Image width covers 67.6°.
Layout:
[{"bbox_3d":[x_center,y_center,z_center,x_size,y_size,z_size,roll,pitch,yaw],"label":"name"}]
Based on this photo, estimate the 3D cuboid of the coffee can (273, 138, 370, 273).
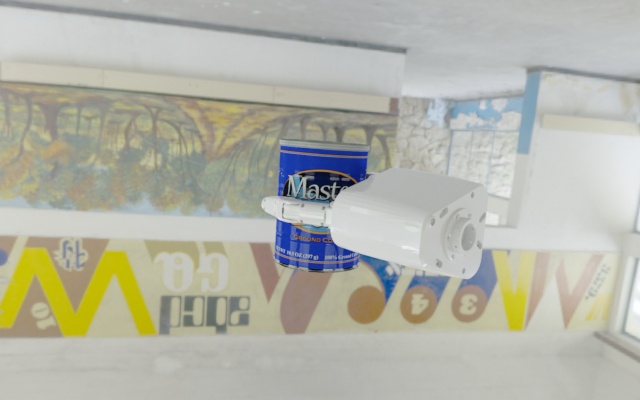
[{"bbox_3d":[0.000,0.002,0.554,0.103,0.140,0.103,4,8,-1],"label":"coffee can"}]
